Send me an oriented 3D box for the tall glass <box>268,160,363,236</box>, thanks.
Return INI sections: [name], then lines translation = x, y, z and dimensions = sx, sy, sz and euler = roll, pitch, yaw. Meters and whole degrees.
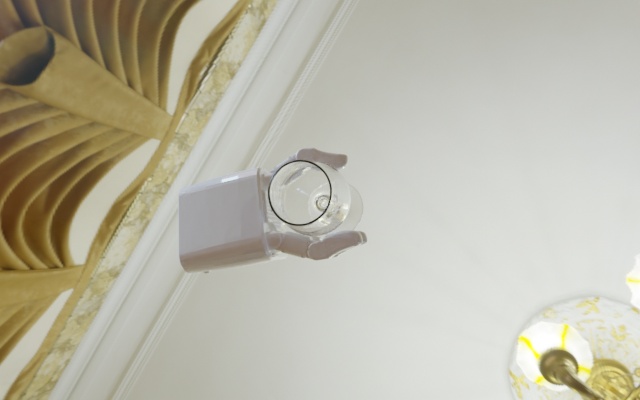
[tall glass]
translation = 0.000, 0.002, 0.537
dimensions = 0.079, 0.079, 0.201
euler = 0, -5, 11
